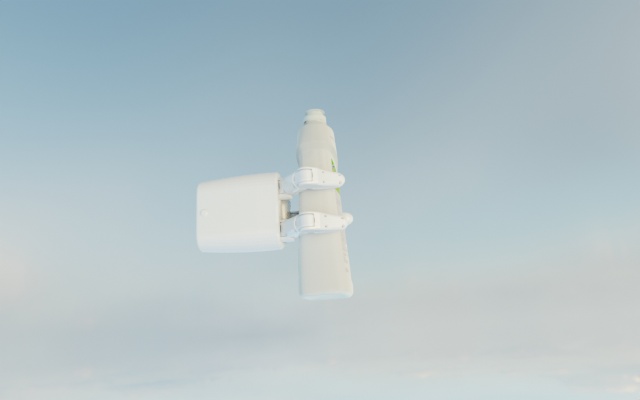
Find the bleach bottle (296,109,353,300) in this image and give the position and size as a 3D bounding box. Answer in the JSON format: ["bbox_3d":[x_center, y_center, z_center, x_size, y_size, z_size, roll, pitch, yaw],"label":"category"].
[{"bbox_3d":[0.000,0.002,0.637,0.068,0.250,0.102,-5,-15,5],"label":"bleach bottle"}]
